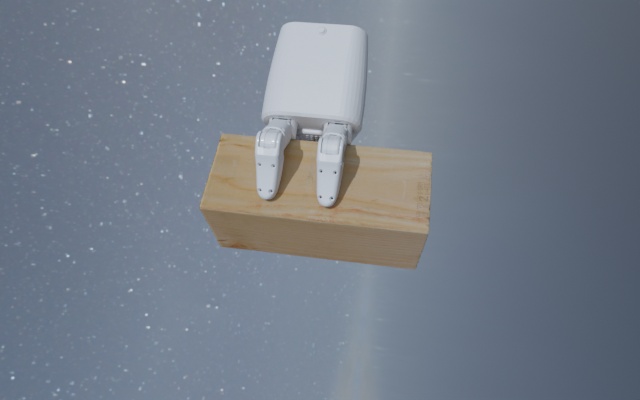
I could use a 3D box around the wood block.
[{"bbox_3d":[0.000,0.001,0.479,0.206,0.090,0.091,6,-28,7],"label":"wood block"}]
